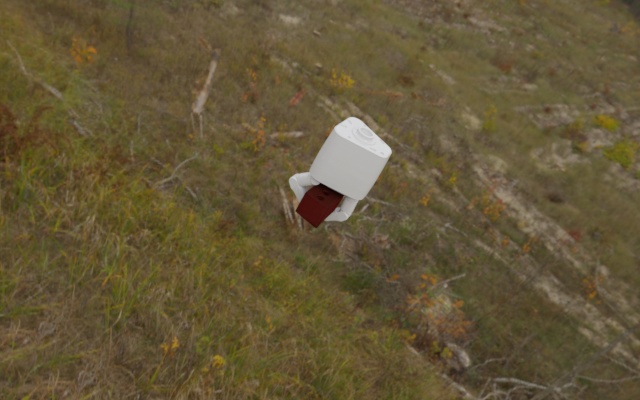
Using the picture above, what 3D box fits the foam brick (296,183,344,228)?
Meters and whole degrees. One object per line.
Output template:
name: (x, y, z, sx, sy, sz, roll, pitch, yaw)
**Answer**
foam brick: (0.000, 0.003, 0.888, 0.053, 0.051, 0.078, 37, 37, 8)
